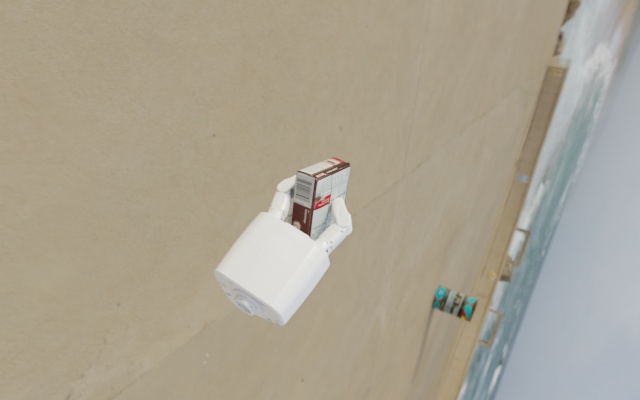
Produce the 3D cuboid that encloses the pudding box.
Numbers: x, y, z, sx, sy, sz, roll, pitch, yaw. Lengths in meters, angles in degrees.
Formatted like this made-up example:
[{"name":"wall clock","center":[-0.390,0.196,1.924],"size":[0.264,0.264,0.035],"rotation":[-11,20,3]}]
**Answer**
[{"name":"pudding box","center":[0.000,0.002,0.698],"size":[0.039,0.113,0.090],"rotation":[24,30,28]}]
